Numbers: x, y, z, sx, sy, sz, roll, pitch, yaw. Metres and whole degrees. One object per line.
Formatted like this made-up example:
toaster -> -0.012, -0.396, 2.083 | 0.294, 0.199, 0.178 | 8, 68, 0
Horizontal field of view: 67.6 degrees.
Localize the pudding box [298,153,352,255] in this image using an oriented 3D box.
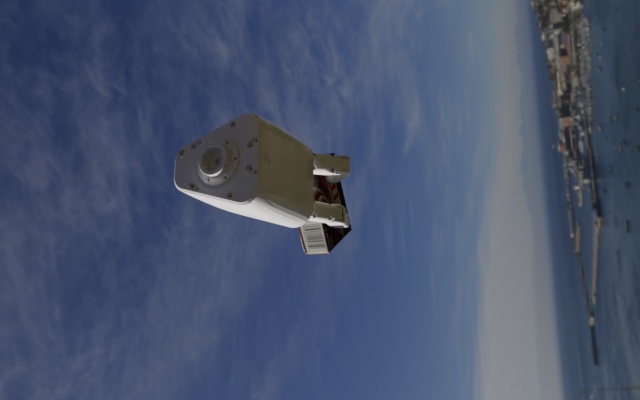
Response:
pudding box -> 0.000, 0.002, 0.616 | 0.039, 0.113, 0.090 | -6, 14, 25
